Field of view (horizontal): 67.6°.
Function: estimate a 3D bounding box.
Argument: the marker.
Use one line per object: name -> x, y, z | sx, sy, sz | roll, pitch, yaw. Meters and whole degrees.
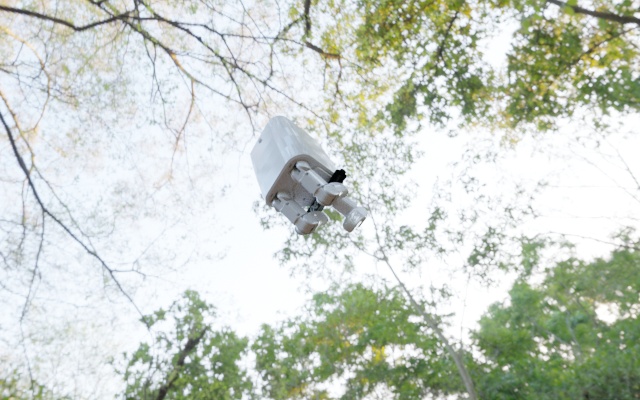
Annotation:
marker -> 0.000, 0.002, 0.683 | 0.020, 0.121, 0.020 | 27, 28, -16
